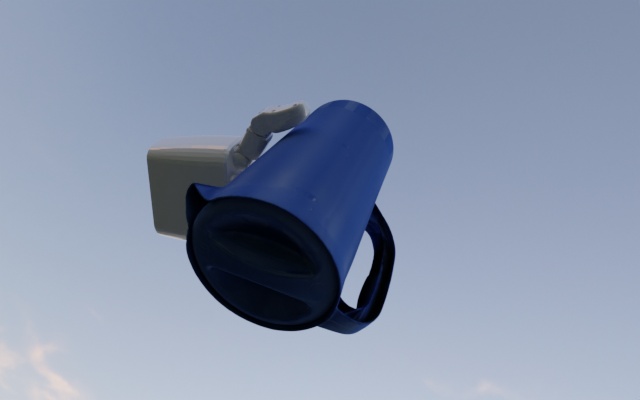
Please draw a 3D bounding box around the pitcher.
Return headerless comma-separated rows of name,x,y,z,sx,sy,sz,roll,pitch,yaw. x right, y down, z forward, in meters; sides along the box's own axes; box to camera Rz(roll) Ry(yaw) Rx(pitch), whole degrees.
pitcher,0.000,0.001,0.459,0.145,0.149,0.242,2,32,23
